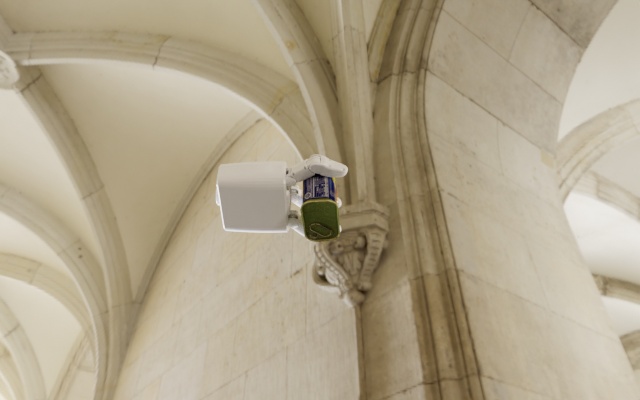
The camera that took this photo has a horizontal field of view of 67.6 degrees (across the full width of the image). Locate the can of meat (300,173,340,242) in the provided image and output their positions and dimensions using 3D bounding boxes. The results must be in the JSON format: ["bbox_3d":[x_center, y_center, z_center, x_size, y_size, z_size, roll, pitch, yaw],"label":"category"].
[{"bbox_3d":[0.000,0.002,0.760,0.057,0.083,0.102,-3,-40,3],"label":"can of meat"}]
